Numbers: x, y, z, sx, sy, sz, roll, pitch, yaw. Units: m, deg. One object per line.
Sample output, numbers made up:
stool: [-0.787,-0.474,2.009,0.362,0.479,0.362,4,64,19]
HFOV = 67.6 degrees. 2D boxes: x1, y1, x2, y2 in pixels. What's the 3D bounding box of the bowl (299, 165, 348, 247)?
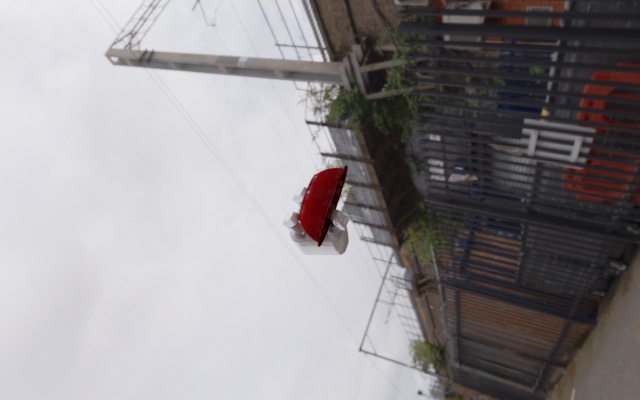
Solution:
bowl: [0.000,0.002,0.894,0.055,0.162,0.162,19,2,6]
